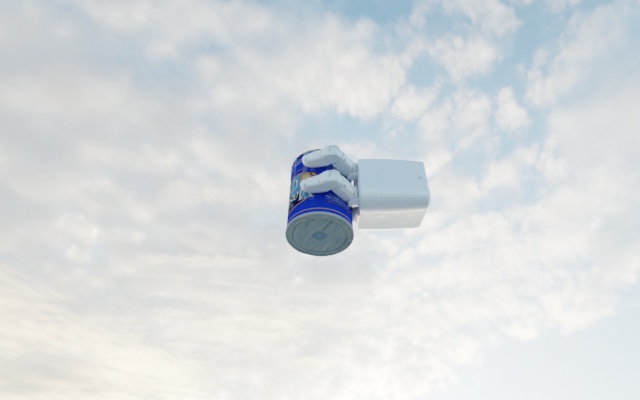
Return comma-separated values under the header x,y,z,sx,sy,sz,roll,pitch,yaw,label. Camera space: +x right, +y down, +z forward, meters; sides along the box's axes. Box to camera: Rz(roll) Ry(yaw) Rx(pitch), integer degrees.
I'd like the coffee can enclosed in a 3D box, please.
x,y,z,sx,sy,sz,roll,pitch,yaw,label
0.000,0.003,0.758,0.103,0.140,0.103,1,-42,1,coffee can
